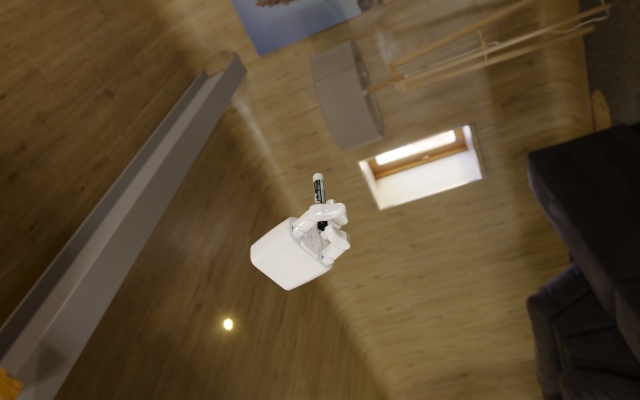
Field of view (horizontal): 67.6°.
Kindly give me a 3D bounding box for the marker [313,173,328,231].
[{"bbox_3d":[0.000,0.003,0.824,0.020,0.121,0.020,-3,-40,-3],"label":"marker"}]
